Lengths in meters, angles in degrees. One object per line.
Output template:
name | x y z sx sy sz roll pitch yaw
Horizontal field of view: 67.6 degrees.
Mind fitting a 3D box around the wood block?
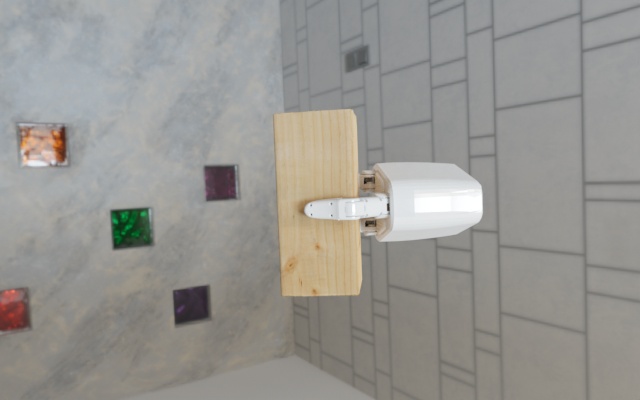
wood block | 0.000 0.002 0.570 0.090 0.206 0.091 -2 3 8
